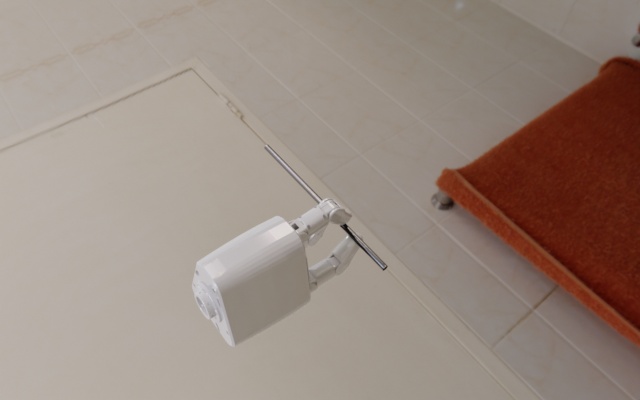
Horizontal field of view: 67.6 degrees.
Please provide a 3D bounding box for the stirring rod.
[{"bbox_3d":[0.000,0.002,0.606,0.239,0.011,0.011,46,25,27],"label":"stirring rod"}]
